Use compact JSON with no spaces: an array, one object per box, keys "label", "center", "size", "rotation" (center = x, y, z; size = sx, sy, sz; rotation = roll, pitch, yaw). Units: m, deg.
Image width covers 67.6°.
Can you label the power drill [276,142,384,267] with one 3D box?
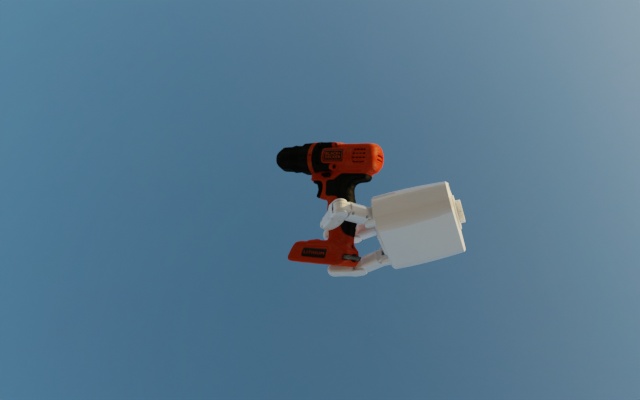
[{"label":"power drill","center":[0.000,0.003,0.724],"size":[0.184,0.187,0.057],"rotation":[2,-7,34]}]
